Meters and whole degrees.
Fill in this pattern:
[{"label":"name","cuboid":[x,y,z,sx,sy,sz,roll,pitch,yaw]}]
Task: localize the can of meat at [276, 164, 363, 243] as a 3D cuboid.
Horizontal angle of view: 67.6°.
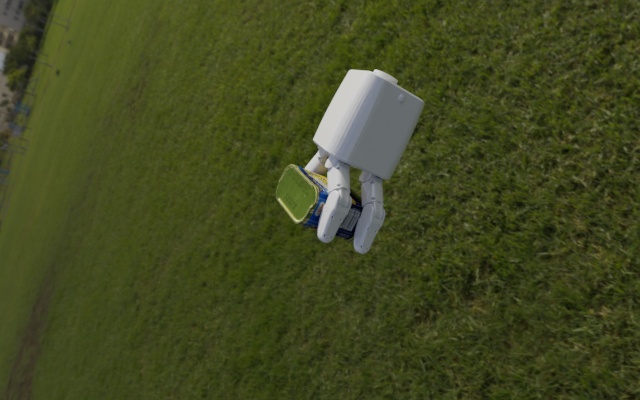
[{"label":"can of meat","cuboid":[0.000,0.002,0.605,0.084,0.057,0.102,20,15,-34]}]
